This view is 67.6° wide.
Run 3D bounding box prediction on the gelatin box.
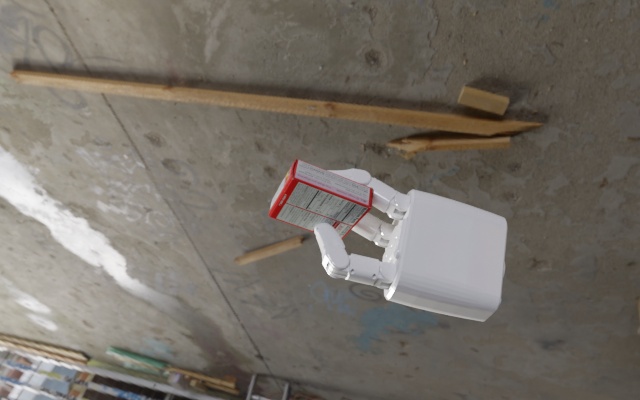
[{"bbox_3d":[0.000,0.002,0.498,0.089,0.030,0.073,19,-39,-14],"label":"gelatin box"}]
